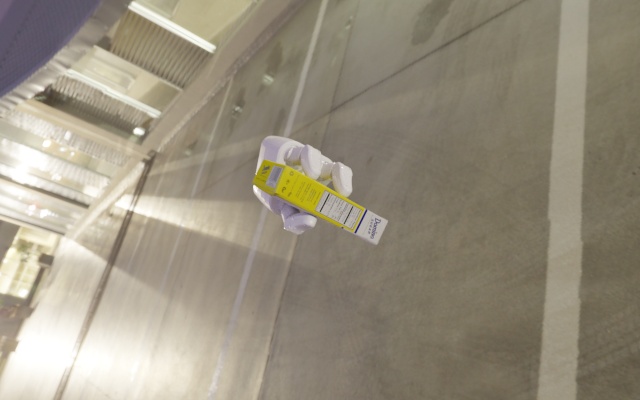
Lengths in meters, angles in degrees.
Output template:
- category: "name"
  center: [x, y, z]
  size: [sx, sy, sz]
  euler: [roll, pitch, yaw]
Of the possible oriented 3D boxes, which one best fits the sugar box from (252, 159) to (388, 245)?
- category: "sugar box"
  center: [0.000, 0.002, 0.667]
  size: [0.176, 0.048, 0.093]
  euler: [25, 0, -28]
